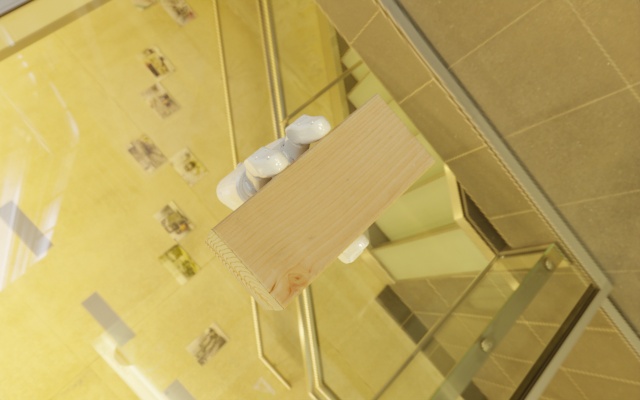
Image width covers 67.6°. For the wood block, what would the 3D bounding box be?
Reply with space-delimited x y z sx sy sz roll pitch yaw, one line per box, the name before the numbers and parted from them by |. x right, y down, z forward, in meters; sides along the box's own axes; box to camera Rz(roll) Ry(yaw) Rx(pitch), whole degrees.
wood block | 0.000 0.002 0.464 0.206 0.091 0.090 -42 2 -21
